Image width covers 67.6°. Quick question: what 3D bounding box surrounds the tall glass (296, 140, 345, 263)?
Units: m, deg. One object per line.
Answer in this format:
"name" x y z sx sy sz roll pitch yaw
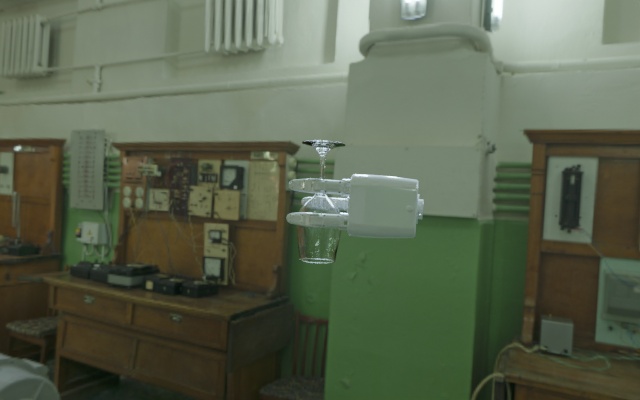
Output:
"tall glass" 0.000 0.002 0.809 0.079 0.201 0.079 4 0 0
